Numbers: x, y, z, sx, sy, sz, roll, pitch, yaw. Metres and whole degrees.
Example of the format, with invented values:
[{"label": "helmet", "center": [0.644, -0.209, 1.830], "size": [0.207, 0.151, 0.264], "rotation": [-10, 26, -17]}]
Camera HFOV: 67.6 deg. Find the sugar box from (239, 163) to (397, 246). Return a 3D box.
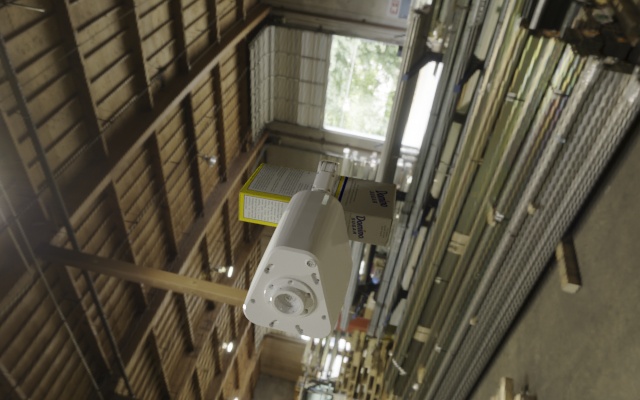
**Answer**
[{"label": "sugar box", "center": [0.000, 0.002, 0.577], "size": [0.176, 0.048, 0.093], "rotation": [12, 29, 6]}]
